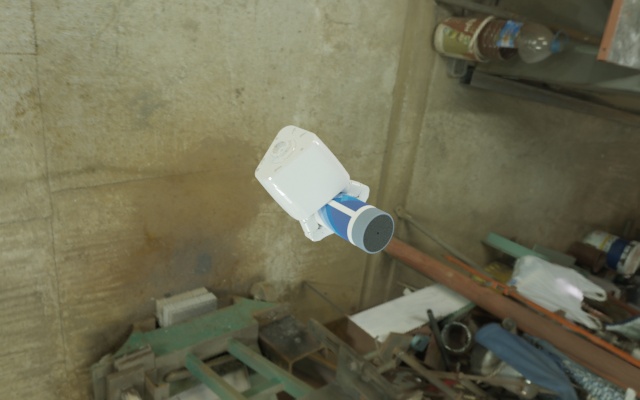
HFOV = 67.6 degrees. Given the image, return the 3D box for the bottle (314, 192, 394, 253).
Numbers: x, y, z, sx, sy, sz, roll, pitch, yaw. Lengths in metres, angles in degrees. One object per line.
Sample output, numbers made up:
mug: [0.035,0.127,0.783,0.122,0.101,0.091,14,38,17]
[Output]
bottle: [0.000,0.003,0.828,0.069,0.069,0.295,0,19,-39]
